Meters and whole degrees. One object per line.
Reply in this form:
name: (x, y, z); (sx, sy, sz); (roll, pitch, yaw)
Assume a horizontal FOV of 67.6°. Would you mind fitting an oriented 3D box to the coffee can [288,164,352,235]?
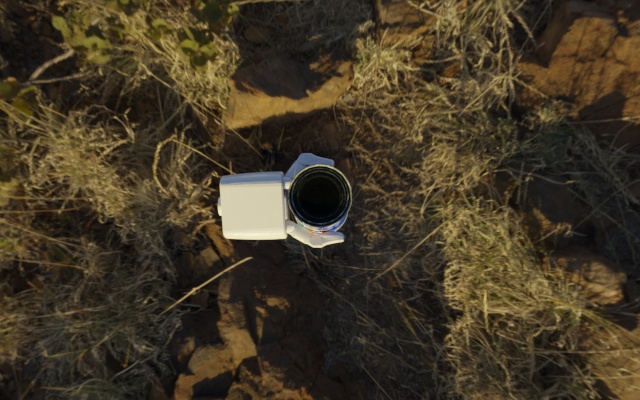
coffee can: (0.000, 0.003, 0.818); (0.103, 0.103, 0.140); (0, -9, 1)
